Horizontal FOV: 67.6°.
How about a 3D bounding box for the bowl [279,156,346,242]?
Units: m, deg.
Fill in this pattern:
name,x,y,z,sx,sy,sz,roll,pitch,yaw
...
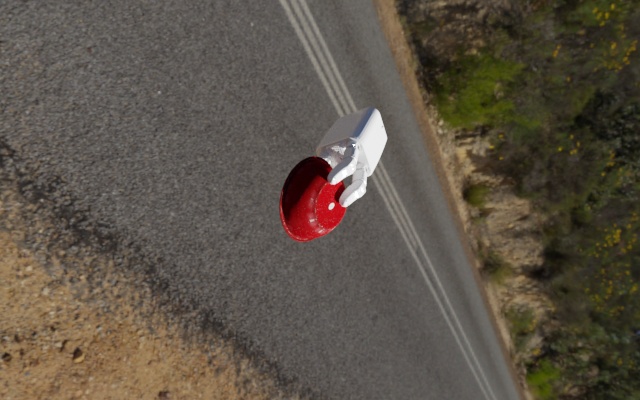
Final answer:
name,x,y,z,sx,sy,sz,roll,pitch,yaw
bowl,0.000,0.004,0.869,0.055,0.162,0.162,14,9,38
